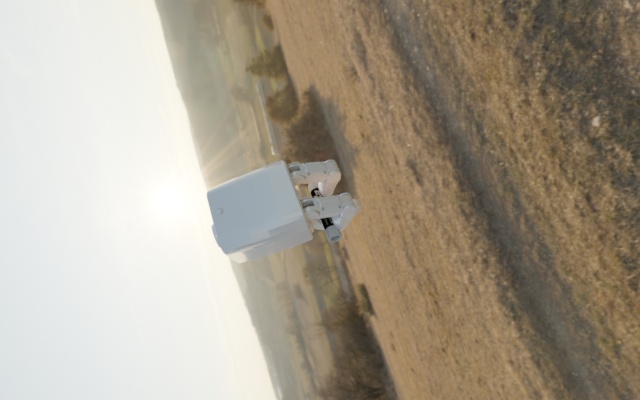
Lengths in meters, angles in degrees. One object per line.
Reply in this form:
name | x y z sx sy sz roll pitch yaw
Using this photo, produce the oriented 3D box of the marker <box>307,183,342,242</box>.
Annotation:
marker | 0.000 0.002 0.647 0.020 0.121 0.020 -16 -33 -10
